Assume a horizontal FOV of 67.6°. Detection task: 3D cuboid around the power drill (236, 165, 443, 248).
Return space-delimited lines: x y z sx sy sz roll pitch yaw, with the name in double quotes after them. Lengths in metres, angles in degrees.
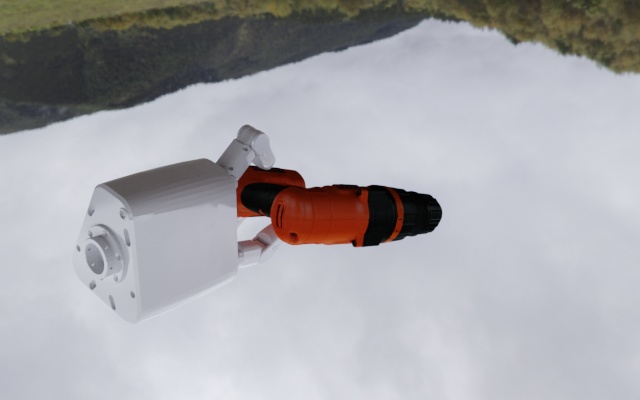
0.000 0.002 0.469 0.184 0.057 0.187 3 5 -39 "power drill"
